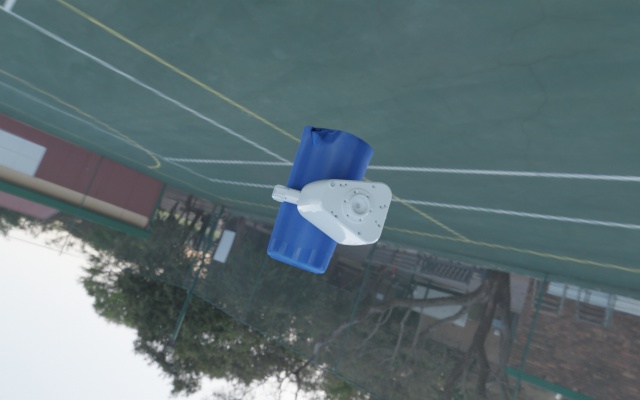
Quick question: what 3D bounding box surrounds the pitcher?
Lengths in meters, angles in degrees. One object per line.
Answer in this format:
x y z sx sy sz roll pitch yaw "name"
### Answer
0.000 0.003 0.851 0.149 0.243 0.145 22 -10 -16 "pitcher"
